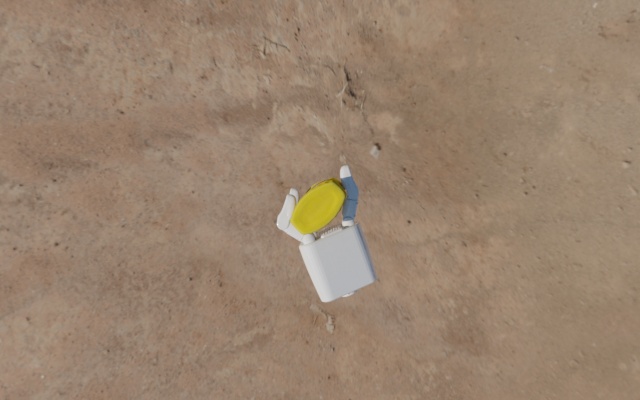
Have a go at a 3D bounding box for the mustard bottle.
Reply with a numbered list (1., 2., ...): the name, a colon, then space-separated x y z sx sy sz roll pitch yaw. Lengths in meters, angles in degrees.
1. mustard bottle: 0.000 0.002 0.818 0.096 0.058 0.191 -45 3 6
